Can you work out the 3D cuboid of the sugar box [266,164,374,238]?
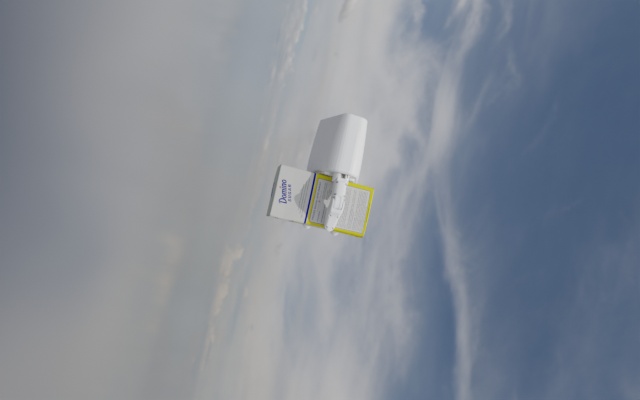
[{"bbox_3d":[0.000,0.003,0.847,0.176,0.093,0.048,14,-7,-12],"label":"sugar box"}]
